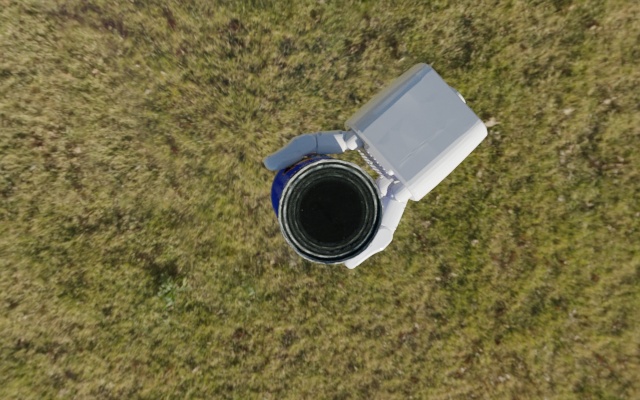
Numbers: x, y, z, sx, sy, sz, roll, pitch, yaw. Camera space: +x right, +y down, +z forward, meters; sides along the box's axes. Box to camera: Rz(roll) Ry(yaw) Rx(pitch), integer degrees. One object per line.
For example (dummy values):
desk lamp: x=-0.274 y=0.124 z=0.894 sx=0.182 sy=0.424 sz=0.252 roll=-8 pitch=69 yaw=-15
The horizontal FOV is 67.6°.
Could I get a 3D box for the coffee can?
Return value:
coffee can: x=0.000 y=0.002 z=0.521 sx=0.103 sy=0.103 sz=0.140 roll=0 pitch=8 yaw=-9
